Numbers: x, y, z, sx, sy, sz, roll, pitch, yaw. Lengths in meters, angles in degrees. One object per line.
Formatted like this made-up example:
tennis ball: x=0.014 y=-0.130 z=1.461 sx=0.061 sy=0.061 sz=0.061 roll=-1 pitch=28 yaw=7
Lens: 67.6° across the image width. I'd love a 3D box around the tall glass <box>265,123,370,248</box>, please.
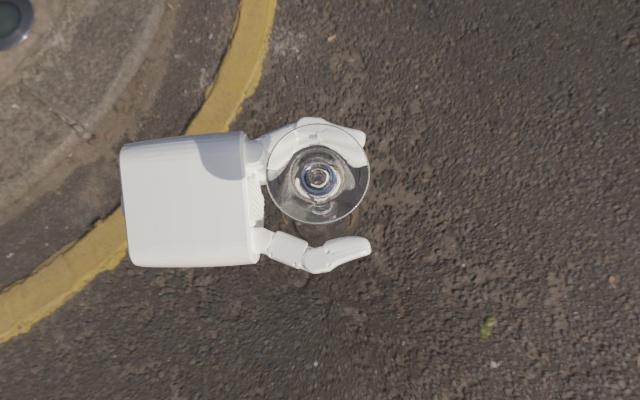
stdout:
tall glass: x=0.000 y=0.001 z=0.434 sx=0.079 sy=0.079 sz=0.201 roll=0 pitch=-12 yaw=2
